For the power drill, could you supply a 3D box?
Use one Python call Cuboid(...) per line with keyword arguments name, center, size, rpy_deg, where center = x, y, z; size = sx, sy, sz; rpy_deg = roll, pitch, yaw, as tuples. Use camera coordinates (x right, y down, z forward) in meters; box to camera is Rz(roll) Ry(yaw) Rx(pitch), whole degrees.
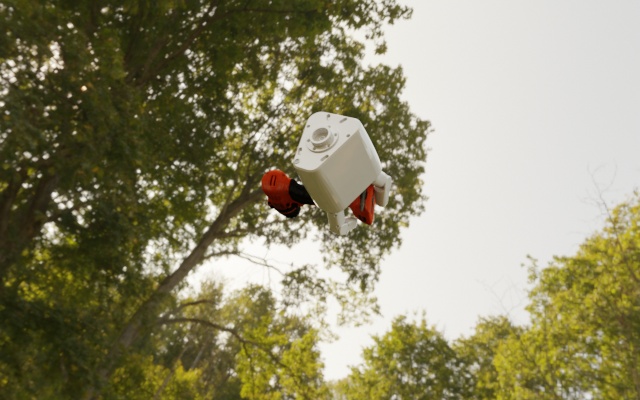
Cuboid(name="power drill", center=(0.001, 0.003, 0.840), size=(0.187, 0.057, 0.184), rpy_deg=(5, -14, 9))
